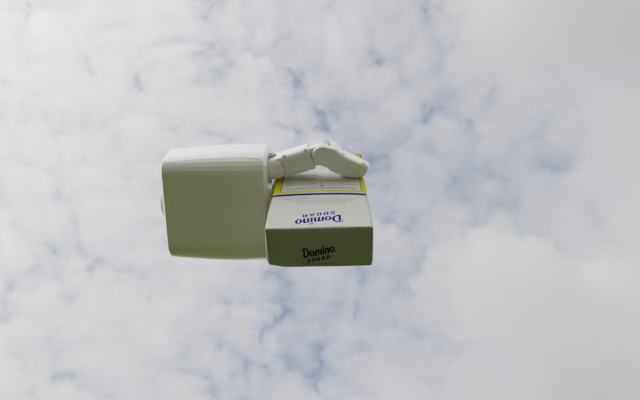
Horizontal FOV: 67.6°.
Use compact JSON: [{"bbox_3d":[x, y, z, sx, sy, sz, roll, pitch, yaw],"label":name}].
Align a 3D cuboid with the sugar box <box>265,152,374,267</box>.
[{"bbox_3d":[0.000,0.002,0.479,0.093,0.048,0.176,-1,29,2],"label":"sugar box"}]
